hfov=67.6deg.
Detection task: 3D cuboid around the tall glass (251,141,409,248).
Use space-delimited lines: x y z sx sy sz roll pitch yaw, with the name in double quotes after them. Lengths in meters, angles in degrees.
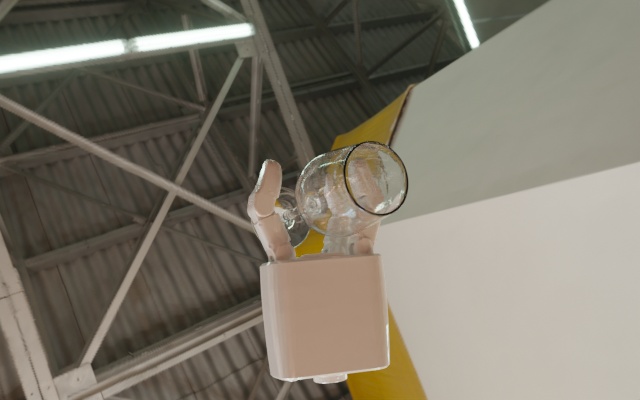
0.000 0.002 0.463 0.079 0.079 0.201 0 -12 -27 "tall glass"
